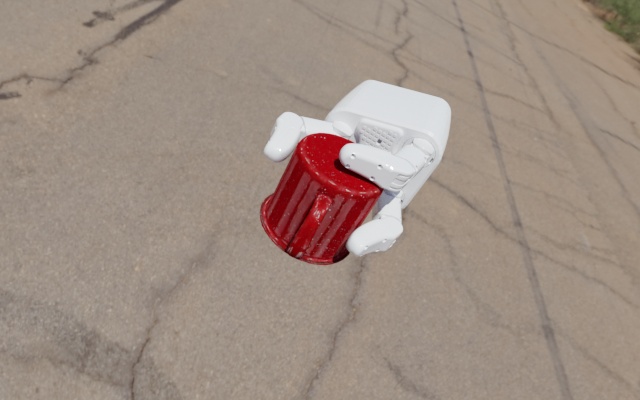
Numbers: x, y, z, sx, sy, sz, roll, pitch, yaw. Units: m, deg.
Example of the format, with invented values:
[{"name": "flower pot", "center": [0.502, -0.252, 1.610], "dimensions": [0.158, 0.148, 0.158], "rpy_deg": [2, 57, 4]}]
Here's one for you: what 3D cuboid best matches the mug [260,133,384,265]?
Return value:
[{"name": "mug", "center": [0.000, 0.002, 0.407], "dimensions": [0.093, 0.081, 0.117], "rpy_deg": [30, 36, 1]}]
